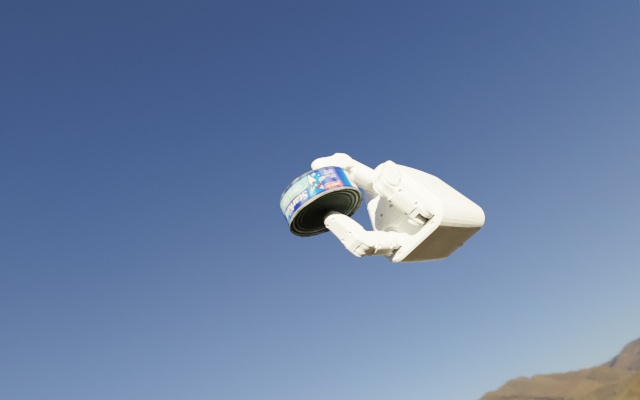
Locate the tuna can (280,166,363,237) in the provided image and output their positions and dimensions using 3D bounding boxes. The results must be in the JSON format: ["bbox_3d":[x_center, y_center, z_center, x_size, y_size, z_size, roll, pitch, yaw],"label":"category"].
[{"bbox_3d":[0.000,0.001,0.517,0.086,0.033,0.086,-21,-28,-12],"label":"tuna can"}]
